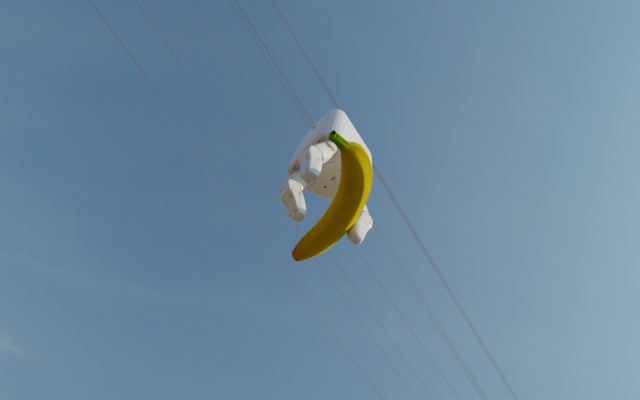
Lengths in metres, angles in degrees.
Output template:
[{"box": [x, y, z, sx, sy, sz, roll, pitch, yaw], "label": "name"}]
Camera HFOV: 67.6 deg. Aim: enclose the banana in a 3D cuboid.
[{"box": [0.019, 0.003, 0.581, 0.069, 0.198, 0.037, 13, 35, -7], "label": "banana"}]
